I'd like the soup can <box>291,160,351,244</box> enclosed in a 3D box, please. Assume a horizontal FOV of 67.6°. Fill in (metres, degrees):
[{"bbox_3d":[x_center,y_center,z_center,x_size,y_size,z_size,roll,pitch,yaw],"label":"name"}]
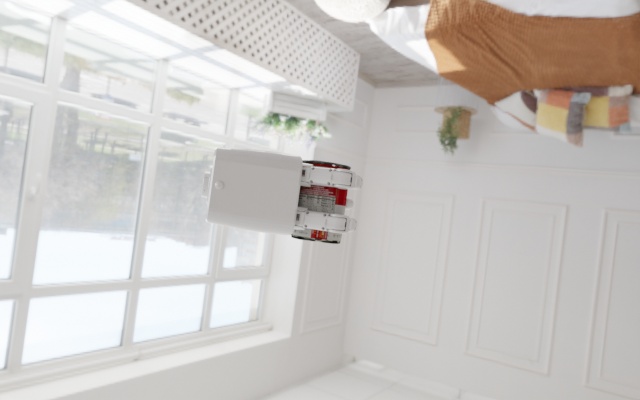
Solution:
[{"bbox_3d":[0.001,0.002,0.628,0.068,0.102,0.068,7,-1,0],"label":"soup can"}]
